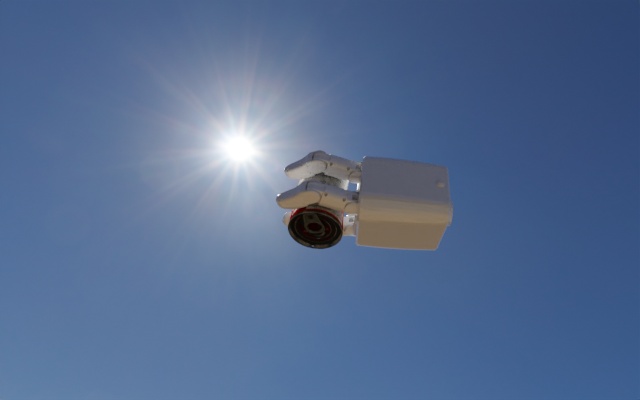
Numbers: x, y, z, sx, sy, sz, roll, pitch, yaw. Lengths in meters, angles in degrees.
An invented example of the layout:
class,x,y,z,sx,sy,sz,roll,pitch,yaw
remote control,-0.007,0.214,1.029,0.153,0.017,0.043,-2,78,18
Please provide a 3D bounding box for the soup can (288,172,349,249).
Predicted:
class,x,y,z,sx,sy,sz,roll,pitch,yaw
soup can,0.000,0.002,0.618,0.068,0.102,0.069,5,-44,5
